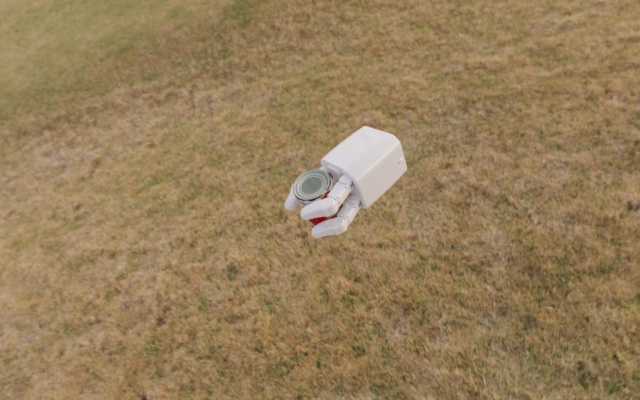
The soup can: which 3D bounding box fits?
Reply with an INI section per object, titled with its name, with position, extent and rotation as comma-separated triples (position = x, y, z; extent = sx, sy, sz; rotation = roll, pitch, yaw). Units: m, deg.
[soup can]
position = 0.000, 0.003, 0.822
extent = 0.068, 0.068, 0.102
rotation = 0, -36, 22
